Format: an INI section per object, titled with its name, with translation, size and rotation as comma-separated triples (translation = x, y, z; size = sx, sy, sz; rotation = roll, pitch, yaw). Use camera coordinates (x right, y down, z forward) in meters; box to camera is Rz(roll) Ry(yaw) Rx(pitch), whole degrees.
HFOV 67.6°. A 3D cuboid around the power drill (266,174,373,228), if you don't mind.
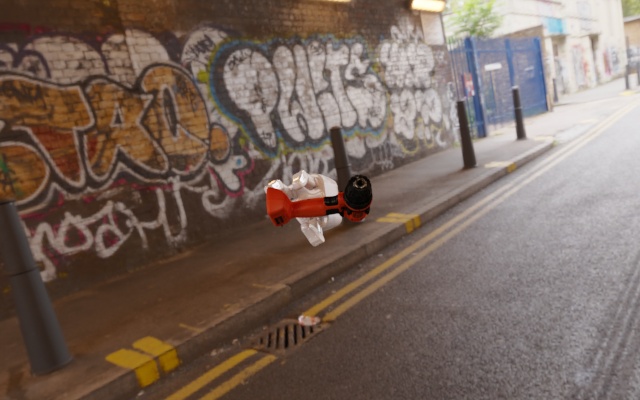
[power drill]
translation = 0.000, 0.003, 0.863
size = 0.187, 0.057, 0.184
rotation = -3, -18, 1
